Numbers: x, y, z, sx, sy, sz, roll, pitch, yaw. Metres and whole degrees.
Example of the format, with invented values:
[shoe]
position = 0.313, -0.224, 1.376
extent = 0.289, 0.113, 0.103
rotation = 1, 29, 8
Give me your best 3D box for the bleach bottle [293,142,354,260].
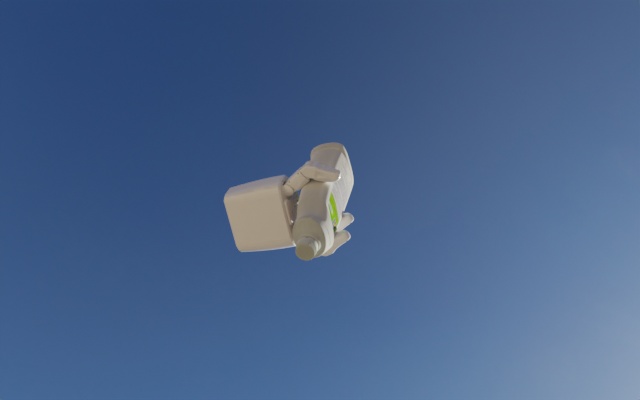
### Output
[bleach bottle]
position = 0.000, 0.003, 0.771
extent = 0.068, 0.103, 0.250
rotation = -10, 28, 18
